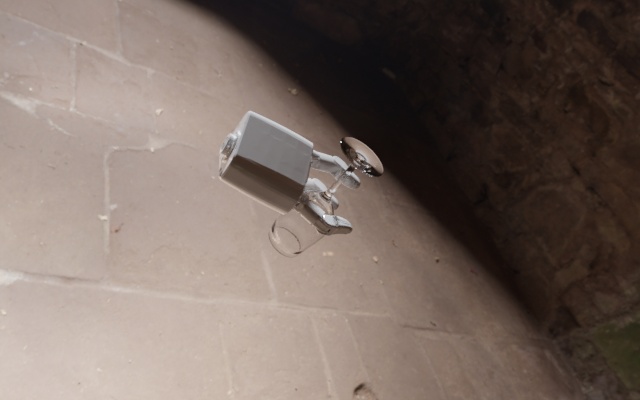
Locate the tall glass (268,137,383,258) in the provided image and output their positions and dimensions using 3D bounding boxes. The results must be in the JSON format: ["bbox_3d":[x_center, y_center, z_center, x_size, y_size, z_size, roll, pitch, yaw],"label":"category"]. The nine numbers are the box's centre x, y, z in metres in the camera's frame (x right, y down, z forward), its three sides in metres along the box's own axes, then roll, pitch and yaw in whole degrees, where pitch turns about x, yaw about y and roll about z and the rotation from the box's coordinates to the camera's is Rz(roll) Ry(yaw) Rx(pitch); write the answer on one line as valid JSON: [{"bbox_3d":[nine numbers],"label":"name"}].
[{"bbox_3d":[0.001,0.002,0.705,0.079,0.079,0.201,0,-40,-47],"label":"tall glass"}]
